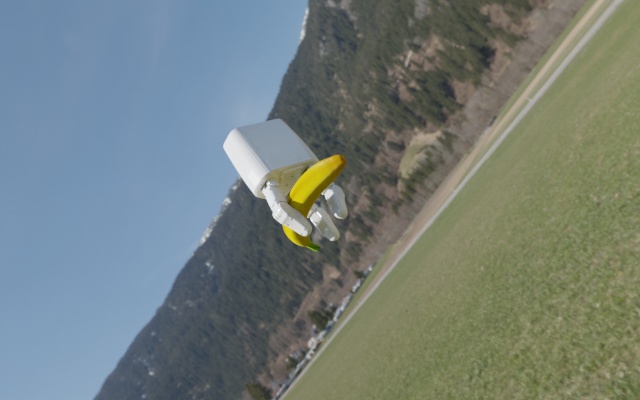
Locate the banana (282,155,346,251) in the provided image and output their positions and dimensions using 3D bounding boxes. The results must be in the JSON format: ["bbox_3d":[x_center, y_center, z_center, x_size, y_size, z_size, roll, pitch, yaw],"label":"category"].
[{"bbox_3d":[-0.018,0.006,0.700,0.069,0.037,0.198,-4,-41,-19],"label":"banana"}]
